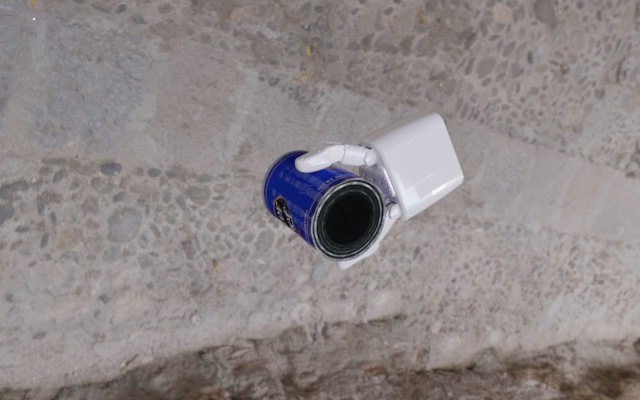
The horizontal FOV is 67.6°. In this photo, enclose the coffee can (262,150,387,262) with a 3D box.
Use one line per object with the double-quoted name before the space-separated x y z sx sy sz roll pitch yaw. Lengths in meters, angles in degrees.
"coffee can" 0.000 0.002 0.600 0.103 0.103 0.140 0 18 -31
